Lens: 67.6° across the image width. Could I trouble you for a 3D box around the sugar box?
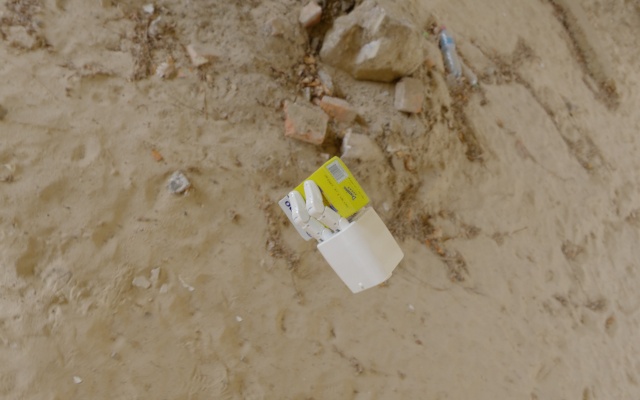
[{"bbox_3d":[0.000,0.003,0.826,0.048,0.093,0.176,-35,-1,-38],"label":"sugar box"}]
